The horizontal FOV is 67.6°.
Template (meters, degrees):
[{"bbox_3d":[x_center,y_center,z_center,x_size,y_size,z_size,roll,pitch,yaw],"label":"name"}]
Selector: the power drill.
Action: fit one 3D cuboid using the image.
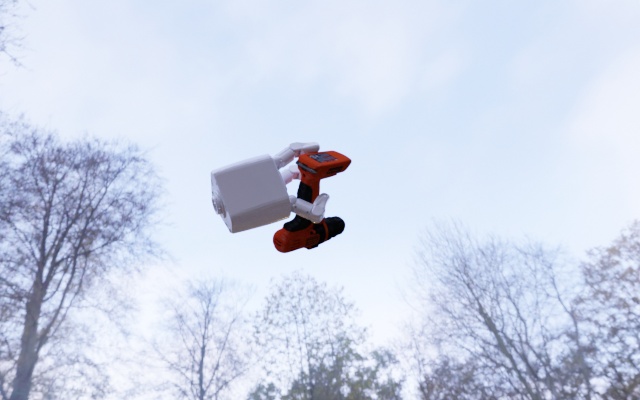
[{"bbox_3d":[0.000,0.003,0.896,0.057,0.188,0.184,29,27,33],"label":"power drill"}]
